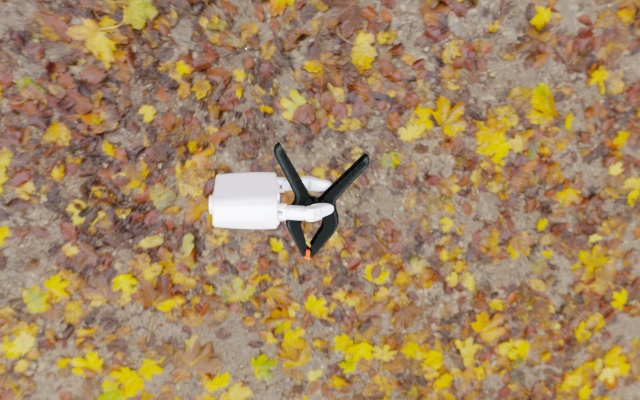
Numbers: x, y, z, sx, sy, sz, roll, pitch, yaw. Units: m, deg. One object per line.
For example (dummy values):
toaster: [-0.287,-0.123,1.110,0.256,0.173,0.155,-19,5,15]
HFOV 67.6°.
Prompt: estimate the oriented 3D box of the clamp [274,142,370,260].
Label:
clamp: [0.000,0.004,0.838,0.164,0.210,0.036,0,18,-6]
